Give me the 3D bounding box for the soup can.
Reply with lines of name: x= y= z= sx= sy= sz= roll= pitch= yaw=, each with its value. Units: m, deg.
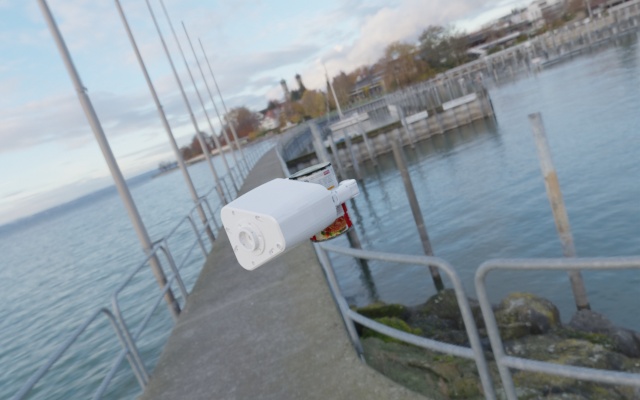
soup can: x=0.000 y=0.002 z=0.704 sx=0.068 sy=0.102 sz=0.068 roll=-19 pitch=10 yaw=4
